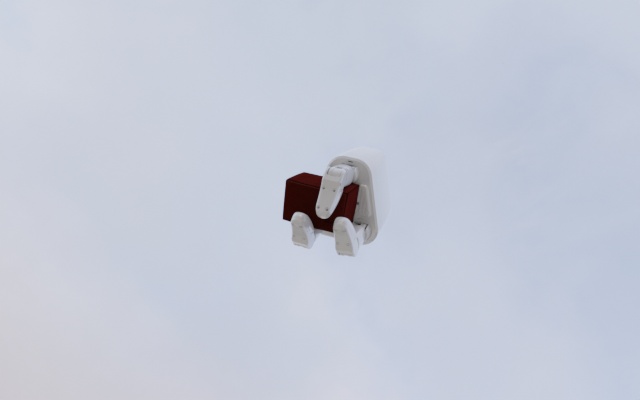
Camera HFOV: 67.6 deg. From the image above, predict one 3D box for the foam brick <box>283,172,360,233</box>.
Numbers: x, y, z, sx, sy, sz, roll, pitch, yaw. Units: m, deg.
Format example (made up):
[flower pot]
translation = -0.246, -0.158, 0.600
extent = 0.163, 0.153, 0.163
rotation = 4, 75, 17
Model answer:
[foam brick]
translation = 0.000, 0.002, 0.580
extent = 0.078, 0.053, 0.051
rotation = 14, 19, 16
